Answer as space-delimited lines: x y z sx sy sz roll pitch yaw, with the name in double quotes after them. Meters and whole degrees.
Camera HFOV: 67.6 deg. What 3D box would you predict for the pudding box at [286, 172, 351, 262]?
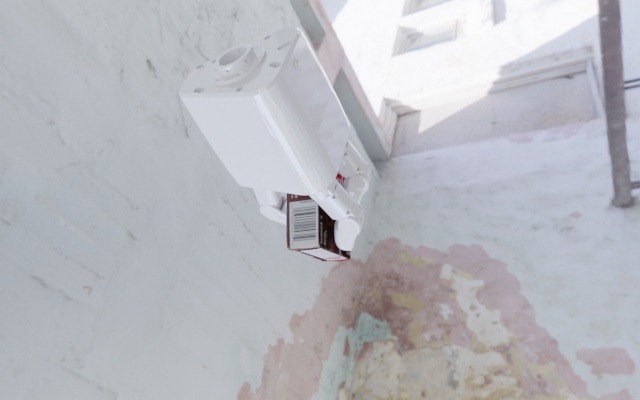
0.000 0.002 0.492 0.039 0.113 0.090 -5 -15 23 "pudding box"
